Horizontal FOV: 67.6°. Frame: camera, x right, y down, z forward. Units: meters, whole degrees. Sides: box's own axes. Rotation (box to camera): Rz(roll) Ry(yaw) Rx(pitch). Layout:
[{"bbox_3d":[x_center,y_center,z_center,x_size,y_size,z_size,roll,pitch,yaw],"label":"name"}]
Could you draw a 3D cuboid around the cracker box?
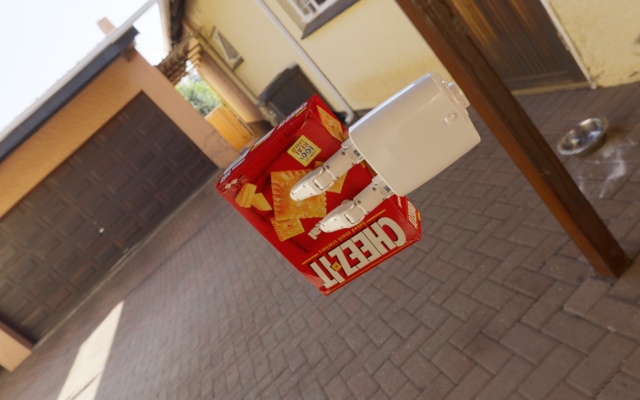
[{"bbox_3d":[0.000,0.002,0.607,0.164,0.214,0.072,-35,18,24],"label":"cracker box"}]
